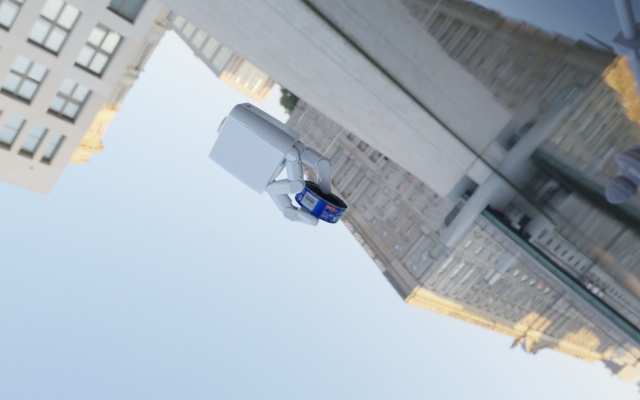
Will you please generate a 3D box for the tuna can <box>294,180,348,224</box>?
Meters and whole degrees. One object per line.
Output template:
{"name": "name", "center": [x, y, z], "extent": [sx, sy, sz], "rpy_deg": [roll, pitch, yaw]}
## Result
{"name": "tuna can", "center": [0.000, 0.003, 0.795], "extent": [0.086, 0.034, 0.086], "rpy_deg": [30, 12, -7]}
